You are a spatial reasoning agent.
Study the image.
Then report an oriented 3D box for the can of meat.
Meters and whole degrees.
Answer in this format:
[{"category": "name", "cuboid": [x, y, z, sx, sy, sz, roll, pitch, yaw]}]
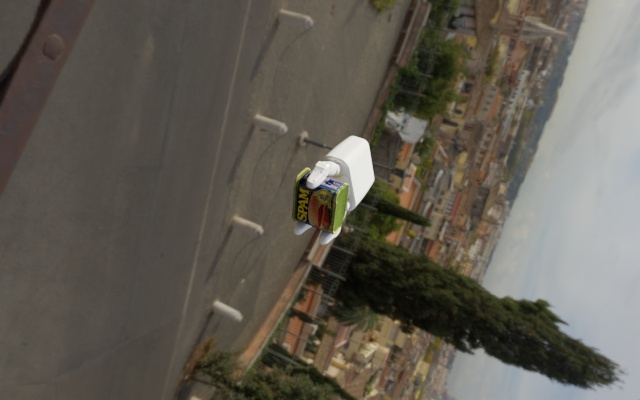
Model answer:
[{"category": "can of meat", "cuboid": [0.000, 0.003, 0.859, 0.084, 0.102, 0.057, 20, 36, 20]}]
